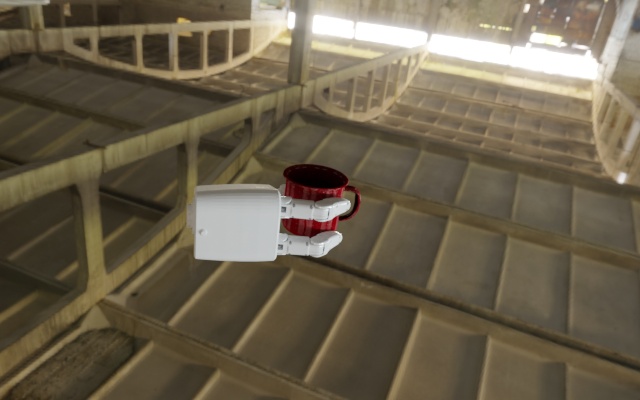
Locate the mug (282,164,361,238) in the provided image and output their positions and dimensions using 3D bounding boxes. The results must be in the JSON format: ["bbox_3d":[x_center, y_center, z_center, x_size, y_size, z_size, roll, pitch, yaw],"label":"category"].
[{"bbox_3d":[0.001,0.002,0.689,0.117,0.081,0.093,2,25,-13],"label":"mug"}]
